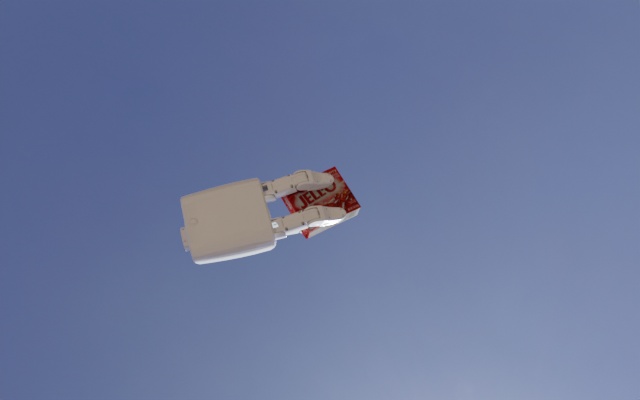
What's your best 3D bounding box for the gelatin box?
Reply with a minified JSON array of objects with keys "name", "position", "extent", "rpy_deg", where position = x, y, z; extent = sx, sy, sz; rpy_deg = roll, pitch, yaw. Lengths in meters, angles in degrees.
[{"name":"gelatin box","position":[0.000,0.002,0.669],"extent":[0.089,0.073,0.030],"rpy_deg":[-24,-20,-20]}]
